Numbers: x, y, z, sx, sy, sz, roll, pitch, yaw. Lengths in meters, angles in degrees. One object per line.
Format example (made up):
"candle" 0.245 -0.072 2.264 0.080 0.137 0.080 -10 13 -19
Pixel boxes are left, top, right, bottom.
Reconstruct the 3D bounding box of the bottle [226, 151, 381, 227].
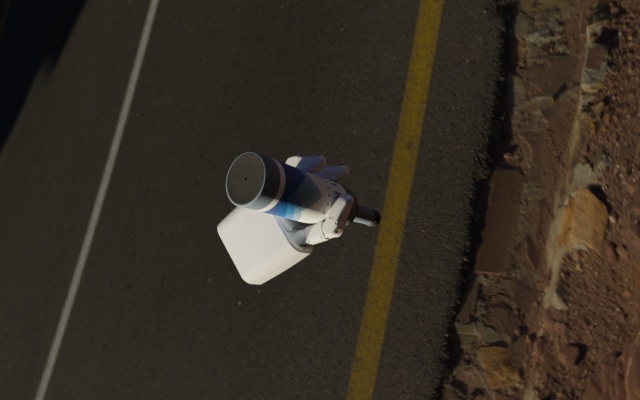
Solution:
"bottle" 0.000 0.002 0.669 0.069 0.069 0.296 0 -11 37
